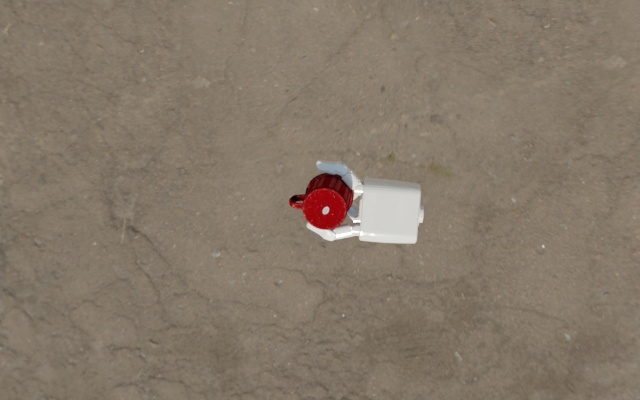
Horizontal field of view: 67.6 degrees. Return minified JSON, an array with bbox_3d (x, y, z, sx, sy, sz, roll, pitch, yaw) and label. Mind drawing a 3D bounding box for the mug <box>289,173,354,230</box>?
[{"bbox_3d":[-0.001,0.003,0.878,0.117,0.093,0.081,4,18,6],"label":"mug"}]
